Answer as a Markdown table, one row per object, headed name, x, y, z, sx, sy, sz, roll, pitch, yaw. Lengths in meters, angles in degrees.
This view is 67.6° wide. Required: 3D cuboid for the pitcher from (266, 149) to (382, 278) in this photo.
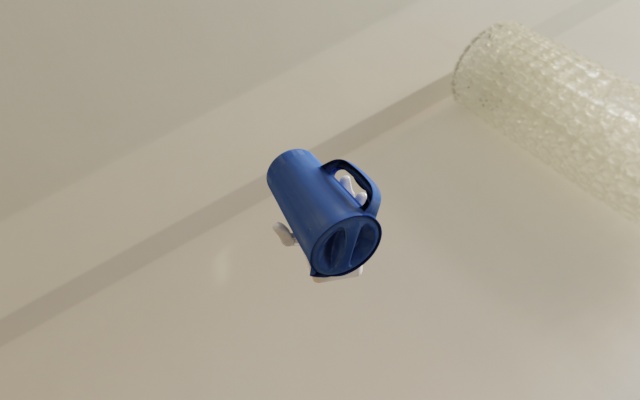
| name | x | y | z | sx | sy | sz | roll | pitch | yaw |
| --- | --- | --- | --- | --- | --- | --- | --- | --- | --- |
| pitcher | 0.000 | 0.003 | 0.850 | 0.149 | 0.145 | 0.242 | -22 | 45 | -15 |
